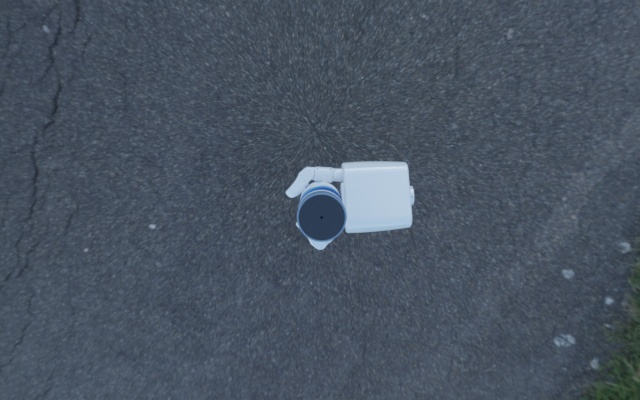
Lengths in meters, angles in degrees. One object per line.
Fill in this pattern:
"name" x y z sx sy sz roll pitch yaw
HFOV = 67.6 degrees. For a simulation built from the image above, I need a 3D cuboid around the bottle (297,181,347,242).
"bottle" 0.000 0.003 0.777 0.069 0.069 0.295 0 8 -1
